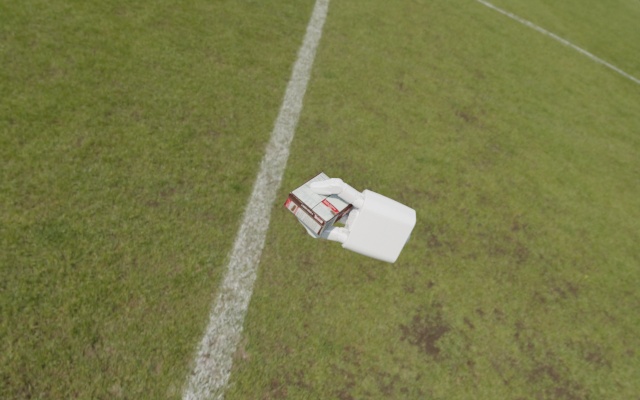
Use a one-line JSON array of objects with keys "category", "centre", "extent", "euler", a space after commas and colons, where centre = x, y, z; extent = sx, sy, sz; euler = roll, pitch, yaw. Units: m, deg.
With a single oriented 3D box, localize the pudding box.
[{"category": "pudding box", "centre": [0.000, 0.003, 0.890], "extent": [0.090, 0.039, 0.113], "euler": [40, 38, 13]}]
